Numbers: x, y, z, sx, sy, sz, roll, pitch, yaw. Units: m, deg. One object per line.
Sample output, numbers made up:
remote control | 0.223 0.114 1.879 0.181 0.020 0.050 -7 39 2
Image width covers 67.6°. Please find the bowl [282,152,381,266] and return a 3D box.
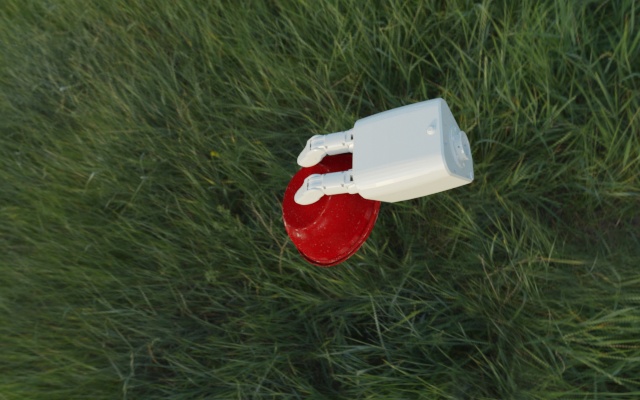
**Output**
bowl | -0.001 0.003 0.630 0.055 0.162 0.162 24 -16 -40
